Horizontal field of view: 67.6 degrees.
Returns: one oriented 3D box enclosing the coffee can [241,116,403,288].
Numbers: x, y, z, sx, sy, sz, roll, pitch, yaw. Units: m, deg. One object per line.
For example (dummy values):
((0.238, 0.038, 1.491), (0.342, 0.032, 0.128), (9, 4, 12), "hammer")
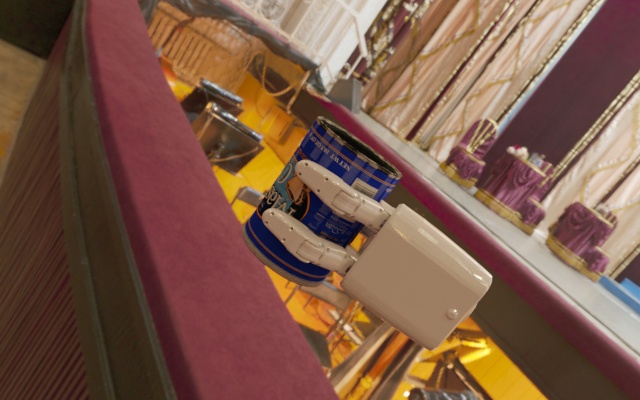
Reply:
((0.000, 0.002, 0.485), (0.103, 0.140, 0.102), (33, 14, -9), "coffee can")
